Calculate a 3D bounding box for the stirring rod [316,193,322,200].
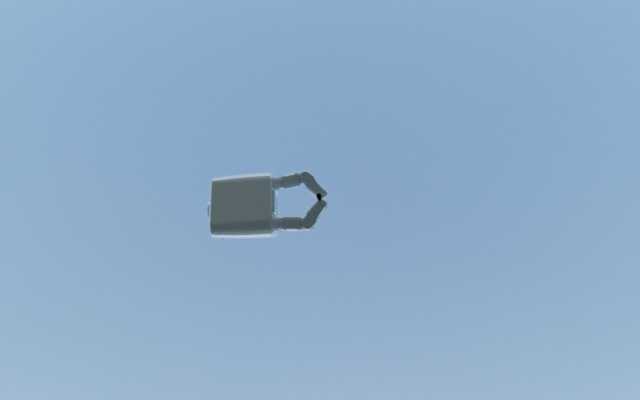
[{"bbox_3d":[0.000,0.003,0.874,0.011,0.011,0.239,0,-5,1],"label":"stirring rod"}]
